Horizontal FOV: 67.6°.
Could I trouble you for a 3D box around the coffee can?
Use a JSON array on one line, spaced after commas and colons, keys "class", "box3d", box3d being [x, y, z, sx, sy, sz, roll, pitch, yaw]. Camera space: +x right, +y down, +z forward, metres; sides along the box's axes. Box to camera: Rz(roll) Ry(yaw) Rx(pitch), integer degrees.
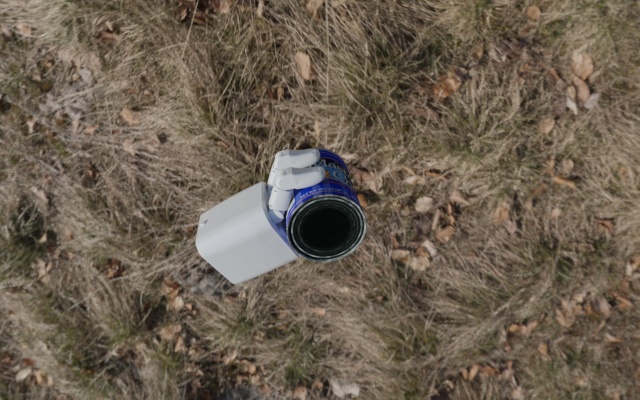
[{"class": "coffee can", "box3d": [0.000, 0.002, 0.659, 0.103, 0.103, 0.140, 0, 30, -8]}]
